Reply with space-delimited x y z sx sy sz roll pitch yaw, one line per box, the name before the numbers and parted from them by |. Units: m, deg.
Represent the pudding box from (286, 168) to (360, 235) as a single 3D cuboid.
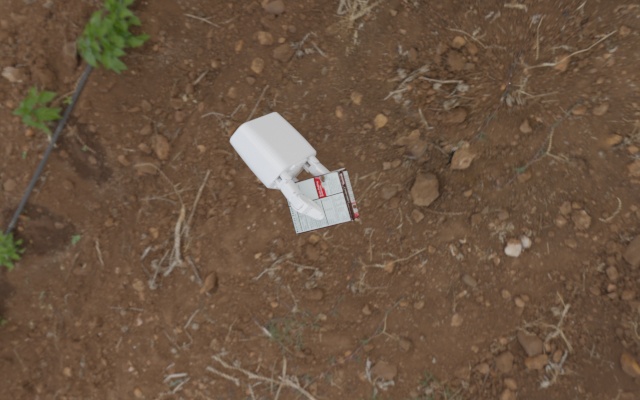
pudding box | 0.000 0.003 0.811 0.113 0.090 0.039 -15 3 26
